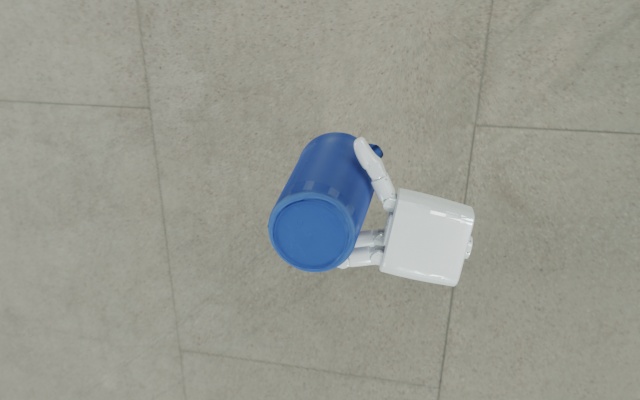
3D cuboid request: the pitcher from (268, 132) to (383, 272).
[{"bbox_3d":[0.000,0.002,0.671,0.145,0.149,0.242,15,24,5],"label":"pitcher"}]
